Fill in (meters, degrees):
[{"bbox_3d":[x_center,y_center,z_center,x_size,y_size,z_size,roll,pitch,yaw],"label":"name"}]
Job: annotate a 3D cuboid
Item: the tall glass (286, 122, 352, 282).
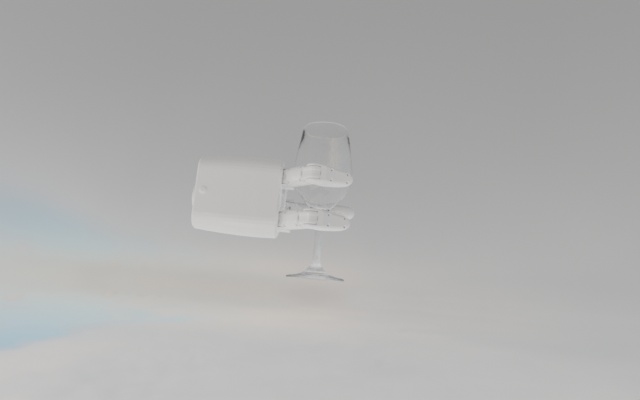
[{"bbox_3d":[0.000,0.003,0.623,0.079,0.201,0.079,5,-11,1],"label":"tall glass"}]
